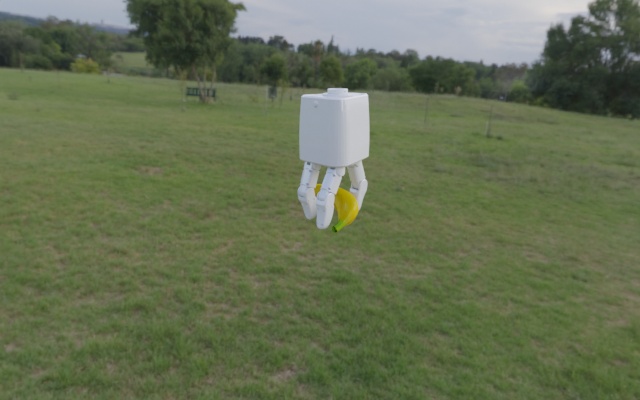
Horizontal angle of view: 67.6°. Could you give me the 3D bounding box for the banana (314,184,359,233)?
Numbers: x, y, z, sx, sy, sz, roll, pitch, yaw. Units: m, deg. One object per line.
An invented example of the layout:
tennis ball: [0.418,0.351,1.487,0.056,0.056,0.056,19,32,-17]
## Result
banana: [0.019,0.000,0.834,0.069,0.037,0.197,-12,21,-16]
